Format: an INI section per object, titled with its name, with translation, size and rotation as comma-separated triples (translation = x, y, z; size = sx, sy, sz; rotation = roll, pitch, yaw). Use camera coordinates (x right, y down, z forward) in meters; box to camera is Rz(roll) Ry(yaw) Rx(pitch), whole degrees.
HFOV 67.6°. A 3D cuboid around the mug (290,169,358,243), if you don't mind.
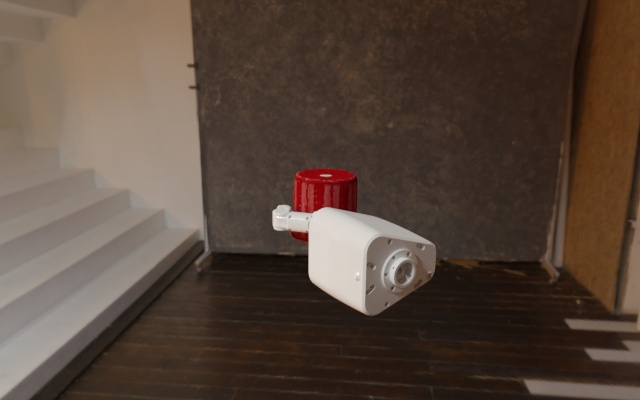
[mug]
translation = -0.001, 0.002, 0.637
size = 0.093, 0.081, 0.117
rotation = -8, 17, -32
